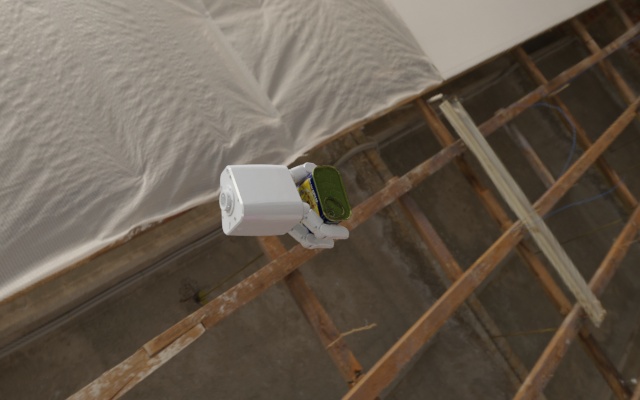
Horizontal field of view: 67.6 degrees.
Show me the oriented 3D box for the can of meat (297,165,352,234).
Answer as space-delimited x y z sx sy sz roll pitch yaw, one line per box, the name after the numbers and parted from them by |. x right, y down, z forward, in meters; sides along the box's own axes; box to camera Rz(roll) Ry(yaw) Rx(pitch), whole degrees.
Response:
0.000 0.003 0.830 0.057 0.102 0.084 -4 -21 -34 | can of meat
